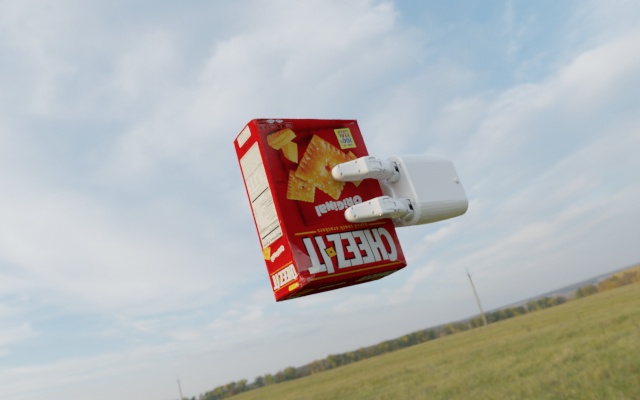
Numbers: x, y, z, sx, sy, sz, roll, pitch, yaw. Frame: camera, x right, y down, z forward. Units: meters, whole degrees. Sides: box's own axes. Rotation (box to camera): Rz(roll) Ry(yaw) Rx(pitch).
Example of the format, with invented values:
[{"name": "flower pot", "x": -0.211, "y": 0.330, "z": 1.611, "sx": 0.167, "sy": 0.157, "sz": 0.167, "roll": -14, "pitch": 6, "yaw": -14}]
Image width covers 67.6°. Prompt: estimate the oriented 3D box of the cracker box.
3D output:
[{"name": "cracker box", "x": 0.000, "y": 0.002, "z": 0.600, "sx": 0.164, "sy": 0.213, "sz": 0.072, "roll": -5, "pitch": -21, "yaw": -35}]
